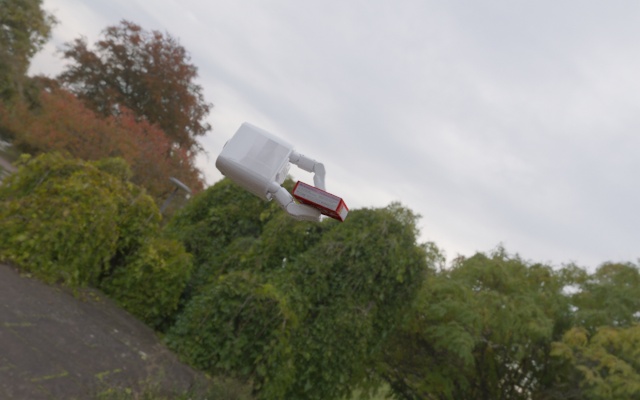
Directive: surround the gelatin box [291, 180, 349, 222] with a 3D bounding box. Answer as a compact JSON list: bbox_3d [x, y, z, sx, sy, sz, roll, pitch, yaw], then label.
[{"bbox_3d":[0.001,0.002,0.837,0.089,0.030,0.073,22,-11,17],"label":"gelatin box"}]
